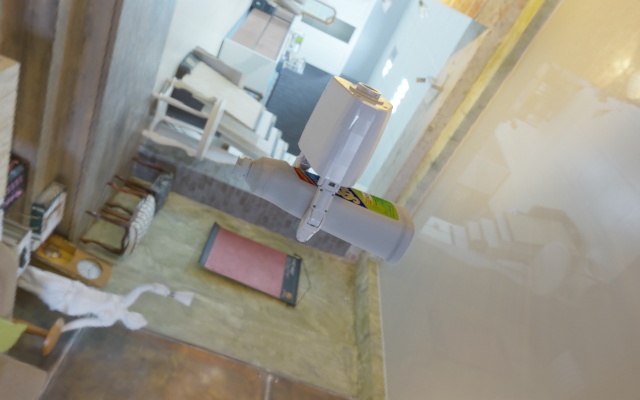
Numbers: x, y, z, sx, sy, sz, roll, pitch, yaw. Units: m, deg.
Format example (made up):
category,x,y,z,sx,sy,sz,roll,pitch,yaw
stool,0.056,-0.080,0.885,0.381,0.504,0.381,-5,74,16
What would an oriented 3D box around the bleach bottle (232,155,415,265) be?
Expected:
category,x,y,z,sx,sy,sz,roll,pitch,yaw
bleach bottle,0.000,0.002,0.655,0.251,0.068,0.102,22,21,-11
